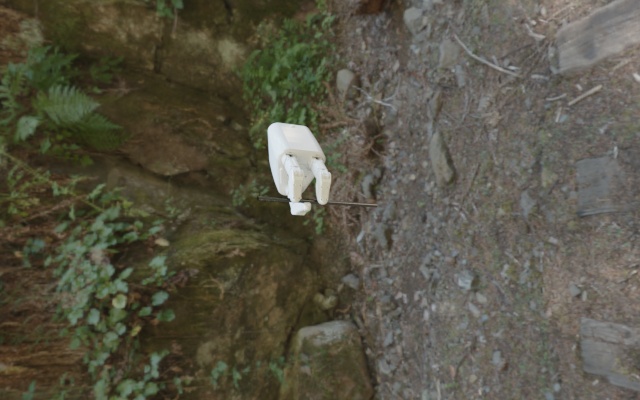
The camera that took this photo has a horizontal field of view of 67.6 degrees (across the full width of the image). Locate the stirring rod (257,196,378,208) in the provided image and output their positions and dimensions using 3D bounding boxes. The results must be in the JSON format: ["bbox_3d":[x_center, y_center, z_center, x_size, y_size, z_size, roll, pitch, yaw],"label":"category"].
[{"bbox_3d":[0.000,0.003,0.885,0.239,0.011,0.011,4,-2,-24],"label":"stirring rod"}]
